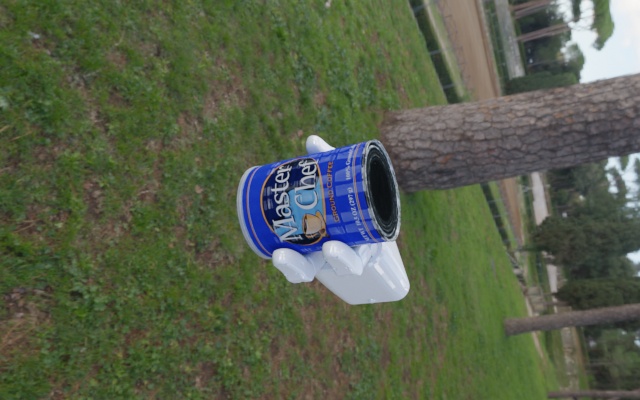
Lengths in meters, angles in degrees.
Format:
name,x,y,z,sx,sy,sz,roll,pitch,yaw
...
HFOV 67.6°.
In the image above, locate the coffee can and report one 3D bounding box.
name,x,y,z,sx,sy,sz,roll,pitch,yaw
coffee can,0.000,0.001,0.495,0.140,0.103,0.103,-11,-5,24
